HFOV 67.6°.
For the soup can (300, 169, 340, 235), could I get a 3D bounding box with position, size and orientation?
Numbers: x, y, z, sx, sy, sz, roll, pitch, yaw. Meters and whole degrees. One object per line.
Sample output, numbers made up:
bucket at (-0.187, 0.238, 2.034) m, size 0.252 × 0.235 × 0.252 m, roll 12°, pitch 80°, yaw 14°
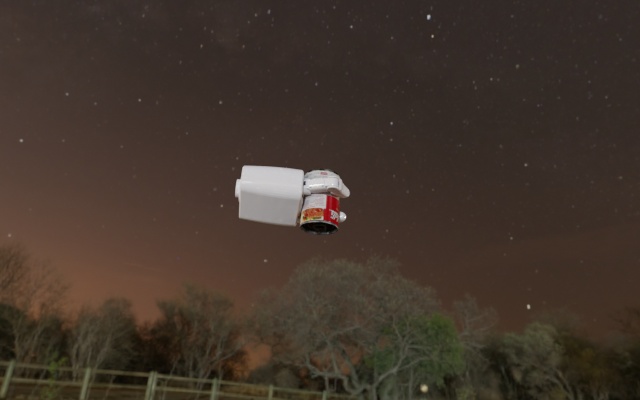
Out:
soup can at (0.001, 0.003, 0.854) m, size 0.068 × 0.102 × 0.068 m, roll 3°, pitch -23°, yaw 1°
